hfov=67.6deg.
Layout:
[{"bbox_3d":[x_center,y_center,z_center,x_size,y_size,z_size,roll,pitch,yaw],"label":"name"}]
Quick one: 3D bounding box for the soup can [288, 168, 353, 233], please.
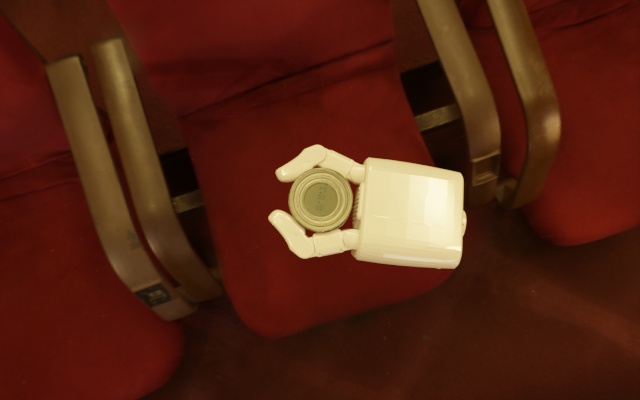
[{"bbox_3d":[0.000,0.002,0.531,0.068,0.068,0.102,0,-3,-1],"label":"soup can"}]
